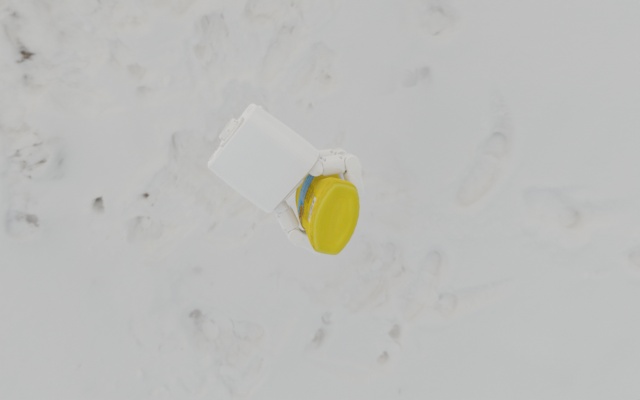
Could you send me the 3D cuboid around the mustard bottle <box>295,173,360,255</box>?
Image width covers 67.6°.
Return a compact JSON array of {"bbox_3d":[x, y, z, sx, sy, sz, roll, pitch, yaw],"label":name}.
[{"bbox_3d":[0.000,0.002,0.683,0.058,0.096,0.191,11,11,-15],"label":"mustard bottle"}]
